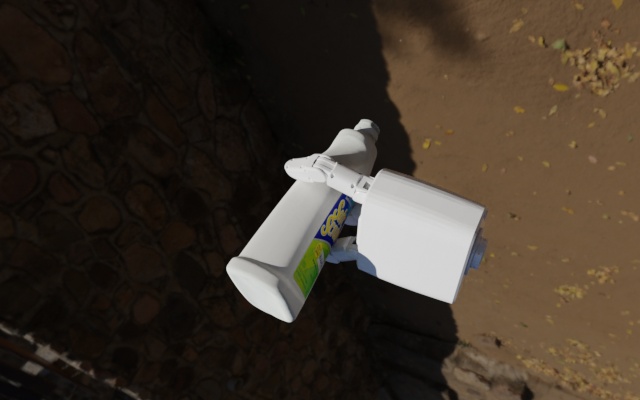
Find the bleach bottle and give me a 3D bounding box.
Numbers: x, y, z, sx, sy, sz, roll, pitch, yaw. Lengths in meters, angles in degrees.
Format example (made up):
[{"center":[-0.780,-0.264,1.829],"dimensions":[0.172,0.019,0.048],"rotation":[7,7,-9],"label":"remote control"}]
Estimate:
[{"center":[0.000,0.002,0.526],"dimensions":[0.068,0.250,0.103],"rotation":[20,-28,22],"label":"bleach bottle"}]
